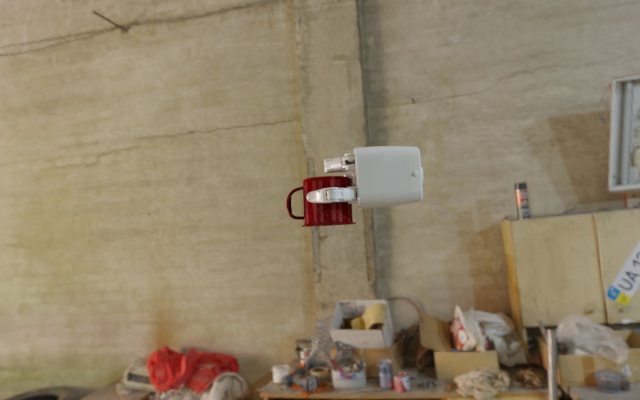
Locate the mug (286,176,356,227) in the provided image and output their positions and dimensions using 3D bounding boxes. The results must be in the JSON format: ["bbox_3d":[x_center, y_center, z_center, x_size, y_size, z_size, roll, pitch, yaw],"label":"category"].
[{"bbox_3d":[-0.001,0.003,0.814,0.117,0.081,0.093,-3,-3,0],"label":"mug"}]
